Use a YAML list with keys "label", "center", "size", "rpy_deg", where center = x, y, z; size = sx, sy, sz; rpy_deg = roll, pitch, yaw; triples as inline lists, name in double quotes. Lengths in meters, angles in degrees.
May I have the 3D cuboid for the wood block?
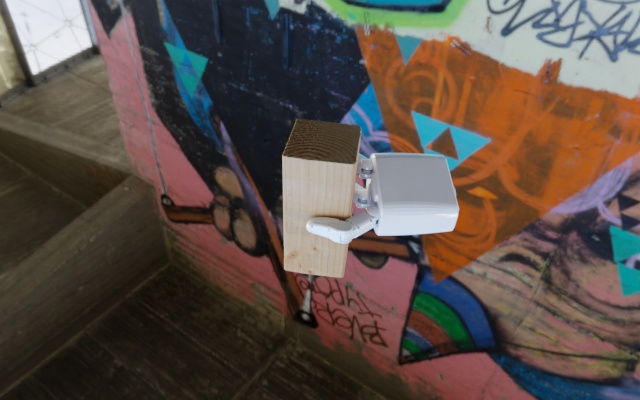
- label: "wood block"
  center: [0.000, 0.003, 0.663]
  size: [0.090, 0.206, 0.090]
  rpy_deg: [7, 40, 5]
